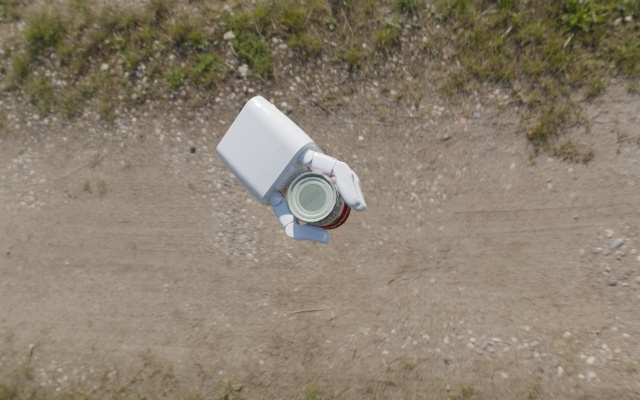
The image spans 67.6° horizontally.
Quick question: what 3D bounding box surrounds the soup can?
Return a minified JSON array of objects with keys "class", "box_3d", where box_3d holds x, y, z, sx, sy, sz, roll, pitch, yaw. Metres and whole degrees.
[{"class":"soup can","box_3d":[0.000,0.003,0.649,0.068,0.068,0.102,0,-8,13]}]
